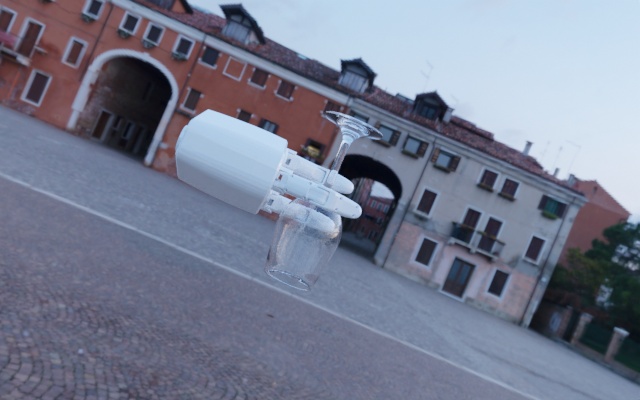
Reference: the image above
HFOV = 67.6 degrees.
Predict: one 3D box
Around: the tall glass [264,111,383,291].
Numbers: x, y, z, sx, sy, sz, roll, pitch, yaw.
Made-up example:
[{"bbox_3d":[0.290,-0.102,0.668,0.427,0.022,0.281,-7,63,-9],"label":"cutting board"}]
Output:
[{"bbox_3d":[0.001,0.001,0.563,0.079,0.201,0.079,23,-1,1],"label":"tall glass"}]
